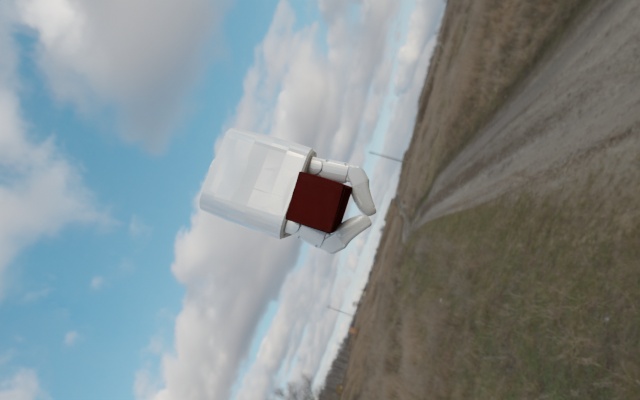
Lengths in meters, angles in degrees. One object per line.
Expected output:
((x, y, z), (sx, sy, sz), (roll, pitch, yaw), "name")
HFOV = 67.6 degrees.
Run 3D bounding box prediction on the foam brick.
((0.000, 0.002, 0.518), (0.051, 0.053, 0.078), (18, 3, 8), "foam brick")
